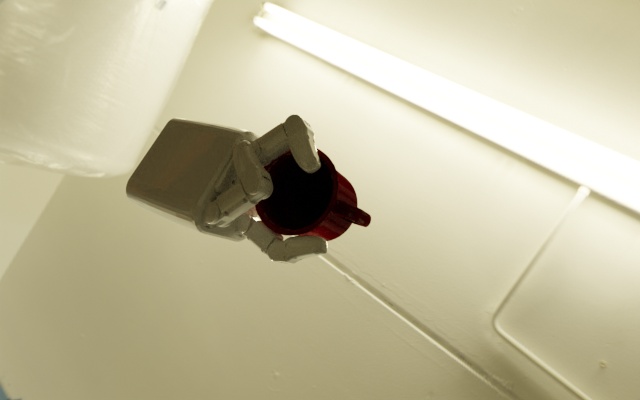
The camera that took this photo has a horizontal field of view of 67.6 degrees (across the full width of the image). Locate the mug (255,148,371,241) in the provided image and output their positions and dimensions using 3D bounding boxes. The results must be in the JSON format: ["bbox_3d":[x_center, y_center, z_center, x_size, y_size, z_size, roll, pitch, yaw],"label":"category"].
[{"bbox_3d":[0.001,0.002,0.501,0.117,0.093,0.081,18,-6,27],"label":"mug"}]
